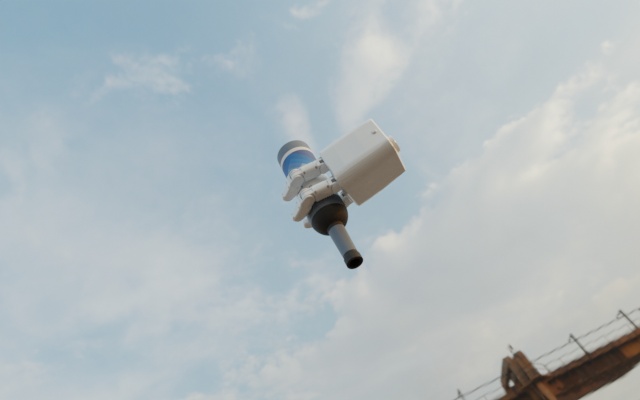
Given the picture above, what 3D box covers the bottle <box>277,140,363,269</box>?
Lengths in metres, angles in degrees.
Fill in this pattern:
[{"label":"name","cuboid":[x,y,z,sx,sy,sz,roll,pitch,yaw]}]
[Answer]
[{"label":"bottle","cuboid":[0.000,0.003,0.817,0.069,0.069,0.295,0,38,-27]}]
